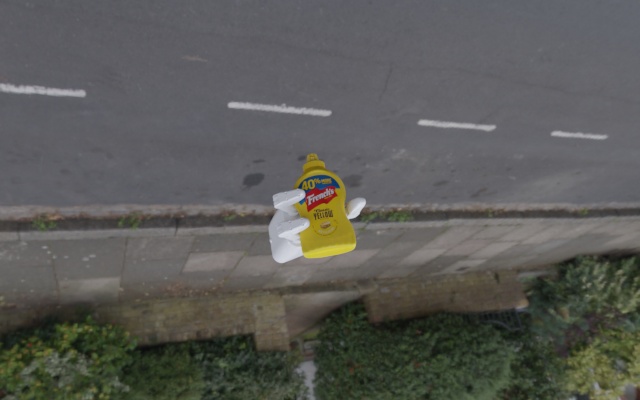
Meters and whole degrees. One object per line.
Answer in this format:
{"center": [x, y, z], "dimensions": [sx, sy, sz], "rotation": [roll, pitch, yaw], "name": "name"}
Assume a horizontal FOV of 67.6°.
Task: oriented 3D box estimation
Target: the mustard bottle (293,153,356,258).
{"center": [0.000, 0.003, 0.862], "dimensions": [0.096, 0.191, 0.058], "rotation": [-10, -22, -1], "name": "mustard bottle"}
